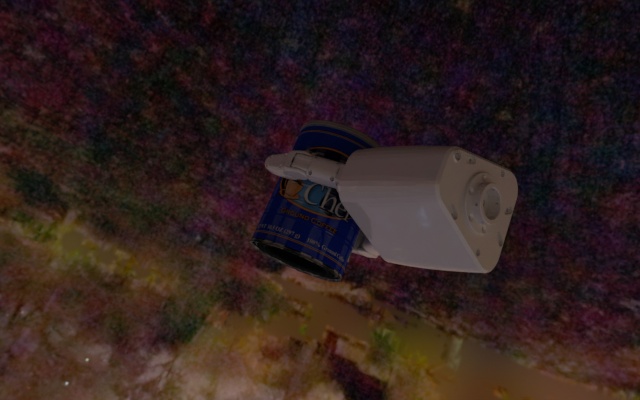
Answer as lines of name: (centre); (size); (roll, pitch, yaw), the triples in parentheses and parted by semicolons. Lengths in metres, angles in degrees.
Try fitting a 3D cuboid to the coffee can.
coffee can: (0.000, 0.001, 0.506); (0.103, 0.140, 0.103); (21, -16, 6)
